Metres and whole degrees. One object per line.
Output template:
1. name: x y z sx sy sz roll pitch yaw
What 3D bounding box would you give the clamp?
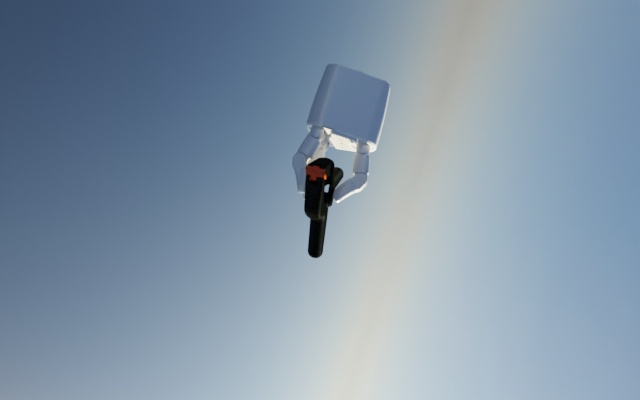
1. clamp: 0.001 0.002 0.738 0.036 0.164 0.210 12 -10 9
